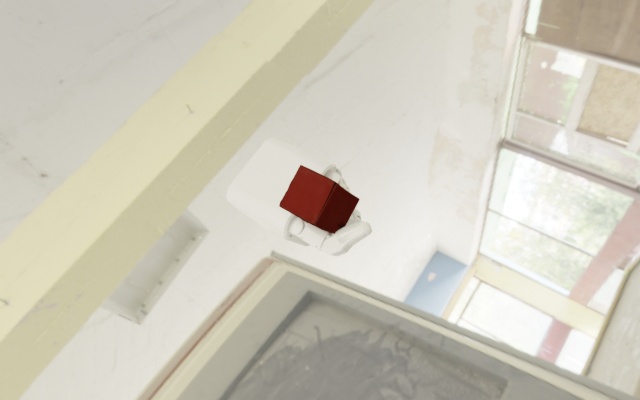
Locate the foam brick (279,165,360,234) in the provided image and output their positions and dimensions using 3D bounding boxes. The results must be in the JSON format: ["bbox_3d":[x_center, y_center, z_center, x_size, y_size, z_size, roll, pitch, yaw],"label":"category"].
[{"bbox_3d":[0.000,0.002,0.537,0.051,0.053,0.078,28,-1,26],"label":"foam brick"}]
